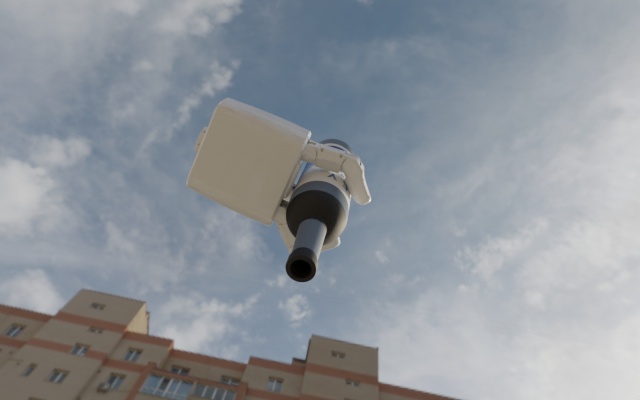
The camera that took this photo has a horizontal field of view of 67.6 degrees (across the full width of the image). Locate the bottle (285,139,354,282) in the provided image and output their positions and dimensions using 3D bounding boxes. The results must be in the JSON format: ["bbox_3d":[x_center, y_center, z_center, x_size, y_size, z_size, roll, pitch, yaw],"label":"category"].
[{"bbox_3d":[0.000,0.002,0.546,0.069,0.069,0.295,0,23,7],"label":"bottle"}]
